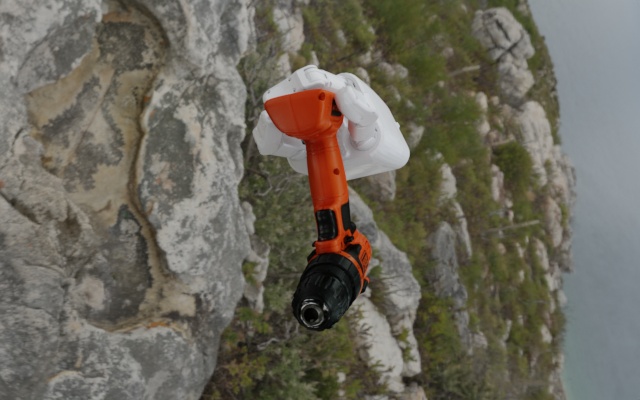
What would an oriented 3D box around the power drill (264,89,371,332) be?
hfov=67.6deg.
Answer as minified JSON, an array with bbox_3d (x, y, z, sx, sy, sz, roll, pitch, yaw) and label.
[{"bbox_3d":[0.000,0.001,0.421,0.057,0.187,0.184,-8,7,12],"label":"power drill"}]
